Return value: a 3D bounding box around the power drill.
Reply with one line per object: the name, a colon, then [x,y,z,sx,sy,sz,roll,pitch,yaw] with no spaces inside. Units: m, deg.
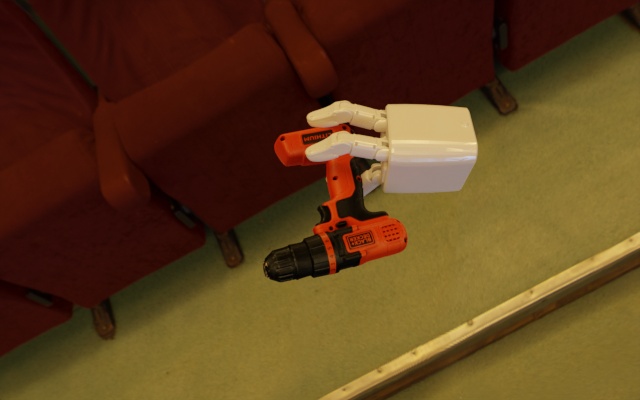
power drill: [0.000,0.002,0.610,0.184,0.187,0.057,-12,-18,-16]
